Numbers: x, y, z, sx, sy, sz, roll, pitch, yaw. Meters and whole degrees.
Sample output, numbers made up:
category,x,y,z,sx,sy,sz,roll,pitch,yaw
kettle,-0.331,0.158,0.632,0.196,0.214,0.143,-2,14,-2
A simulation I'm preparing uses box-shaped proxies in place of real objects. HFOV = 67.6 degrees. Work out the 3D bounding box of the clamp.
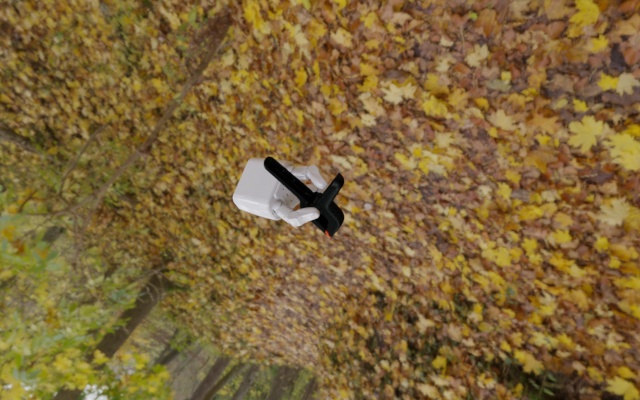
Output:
category,x,y,z,sx,sy,sz,roll,pitch,yaw
clamp,0.000,0.004,0.883,0.164,0.036,0.210,13,-32,37
